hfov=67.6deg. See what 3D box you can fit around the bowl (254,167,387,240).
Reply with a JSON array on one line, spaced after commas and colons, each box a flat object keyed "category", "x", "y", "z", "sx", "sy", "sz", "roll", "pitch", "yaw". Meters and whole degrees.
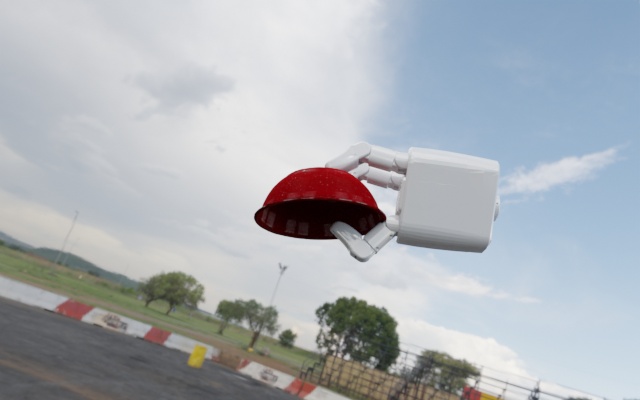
[{"category": "bowl", "x": -0.001, "y": 0.001, "z": 0.590, "sx": 0.162, "sy": 0.055, "sz": 0.162, "roll": 0, "pitch": -20, "yaw": 0}]
